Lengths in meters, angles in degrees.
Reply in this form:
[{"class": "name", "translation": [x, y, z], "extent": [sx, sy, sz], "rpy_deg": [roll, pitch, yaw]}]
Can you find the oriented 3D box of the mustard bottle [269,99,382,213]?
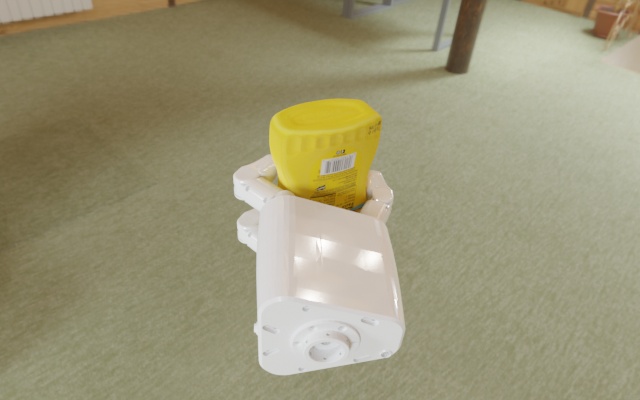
[{"class": "mustard bottle", "translation": [0.000, 0.001, 0.459], "extent": [0.096, 0.192, 0.058], "rpy_deg": [-15, 43, -24]}]
